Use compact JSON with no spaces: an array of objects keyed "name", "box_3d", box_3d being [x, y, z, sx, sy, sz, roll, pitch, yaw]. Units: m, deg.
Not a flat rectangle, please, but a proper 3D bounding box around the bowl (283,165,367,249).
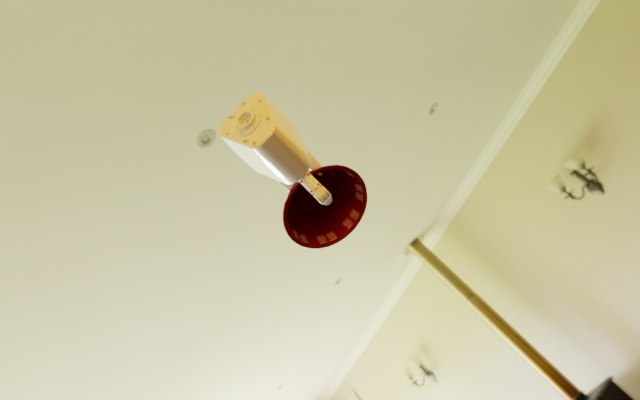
[{"name":"bowl","box_3d":[0.000,0.004,0.844,0.162,0.162,0.055,0,26,-28]}]
